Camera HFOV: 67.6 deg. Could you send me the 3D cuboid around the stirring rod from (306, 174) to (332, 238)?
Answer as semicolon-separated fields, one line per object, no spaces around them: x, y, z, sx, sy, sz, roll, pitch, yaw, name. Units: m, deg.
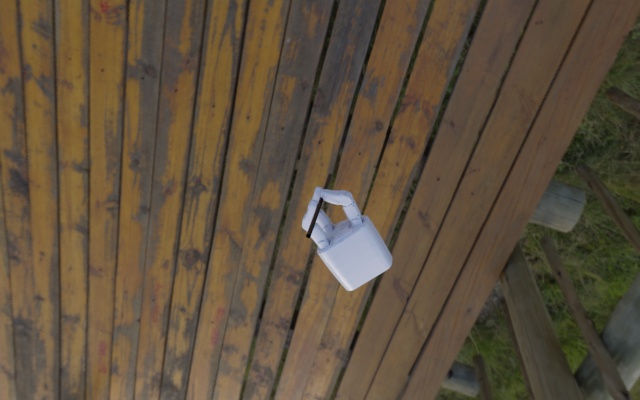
0.000;0.003;0.874;0.011;0.011;0.239;0;27;11;stirring rod
